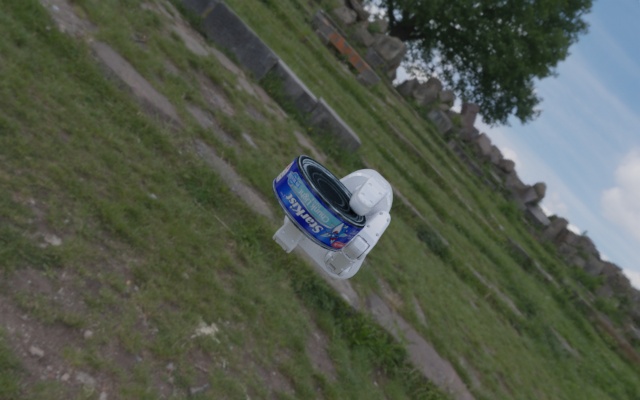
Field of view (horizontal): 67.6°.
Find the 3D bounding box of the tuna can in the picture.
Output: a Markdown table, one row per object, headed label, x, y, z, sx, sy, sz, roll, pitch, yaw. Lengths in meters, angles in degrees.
| label | x | y | z | sx | sy | sz | roll | pitch | yaw |
| --- | --- | --- | --- | --- | --- | --- | --- | --- | --- |
| tuna can | 0.000 | 0.001 | 0.418 | 0.034 | 0.086 | 0.086 | -44 | -15 | 17 |
